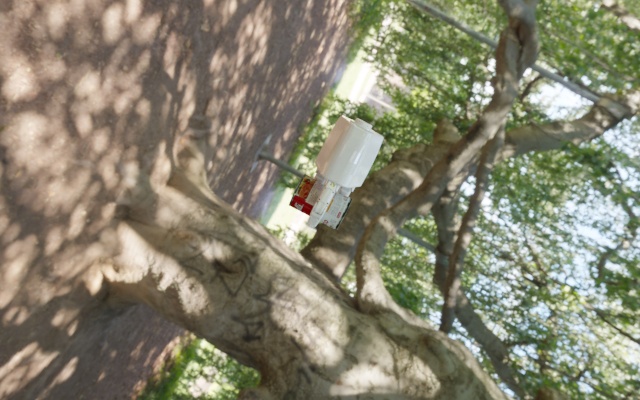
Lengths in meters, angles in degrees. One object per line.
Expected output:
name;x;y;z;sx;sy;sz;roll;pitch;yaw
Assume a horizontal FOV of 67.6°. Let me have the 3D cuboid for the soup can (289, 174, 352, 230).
soup can;0.000;0.004;0.900;0.102;0.068;0.068;27;0;1
